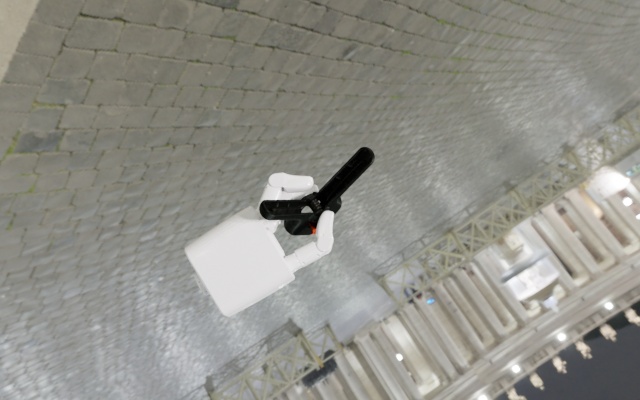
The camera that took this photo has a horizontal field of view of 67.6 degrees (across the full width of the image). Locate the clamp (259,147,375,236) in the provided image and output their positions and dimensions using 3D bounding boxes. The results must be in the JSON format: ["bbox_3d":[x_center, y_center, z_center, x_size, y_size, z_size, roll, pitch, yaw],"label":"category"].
[{"bbox_3d":[0.000,0.003,0.678,0.164,0.036,0.210,-30,-16,-7],"label":"clamp"}]
